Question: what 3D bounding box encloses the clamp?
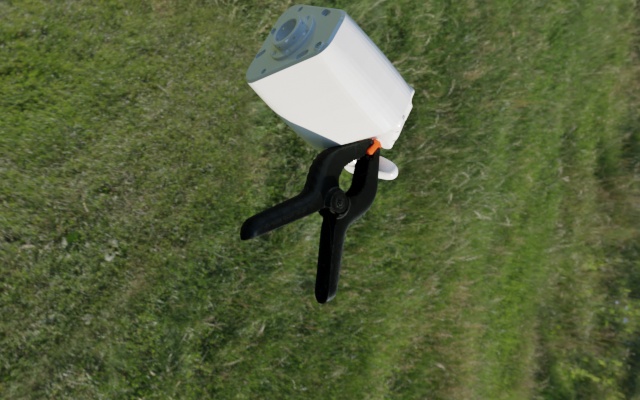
[{"bbox_3d":[0.001,0.001,0.464,0.120,0.171,0.039,37,-21,-35],"label":"clamp"}]
